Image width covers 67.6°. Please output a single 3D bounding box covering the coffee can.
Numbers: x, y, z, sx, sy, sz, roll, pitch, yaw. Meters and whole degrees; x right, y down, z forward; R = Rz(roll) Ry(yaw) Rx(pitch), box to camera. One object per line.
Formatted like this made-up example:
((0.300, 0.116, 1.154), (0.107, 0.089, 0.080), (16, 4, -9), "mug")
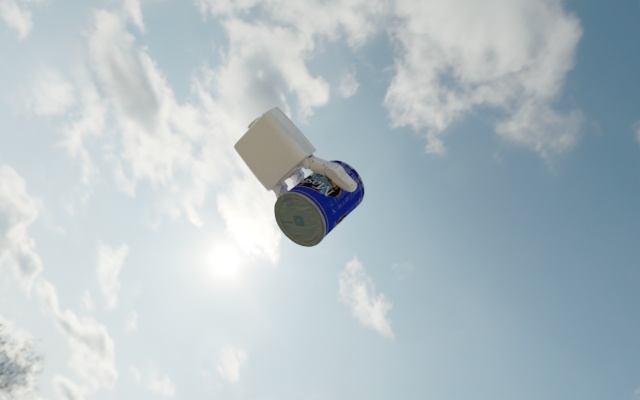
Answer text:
((0.000, 0.003, 0.843), (0.103, 0.103, 0.140), (0, 27, 37), "coffee can")
